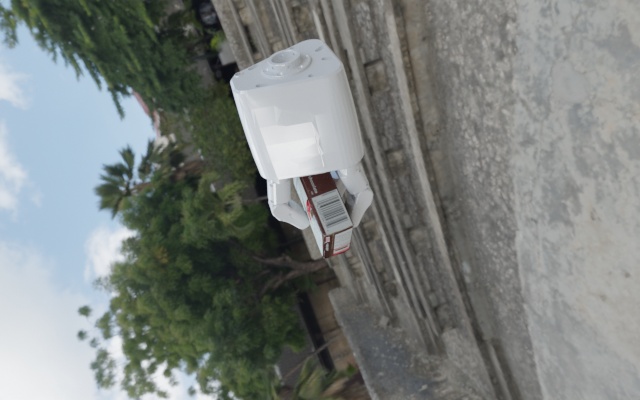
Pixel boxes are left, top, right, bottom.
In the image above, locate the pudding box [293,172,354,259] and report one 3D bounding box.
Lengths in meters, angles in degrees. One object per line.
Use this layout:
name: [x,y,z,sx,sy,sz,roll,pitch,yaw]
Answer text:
pudding box: [0.000,0.002,0.562,0.039,0.113,0.090,-19,-21,-6]
